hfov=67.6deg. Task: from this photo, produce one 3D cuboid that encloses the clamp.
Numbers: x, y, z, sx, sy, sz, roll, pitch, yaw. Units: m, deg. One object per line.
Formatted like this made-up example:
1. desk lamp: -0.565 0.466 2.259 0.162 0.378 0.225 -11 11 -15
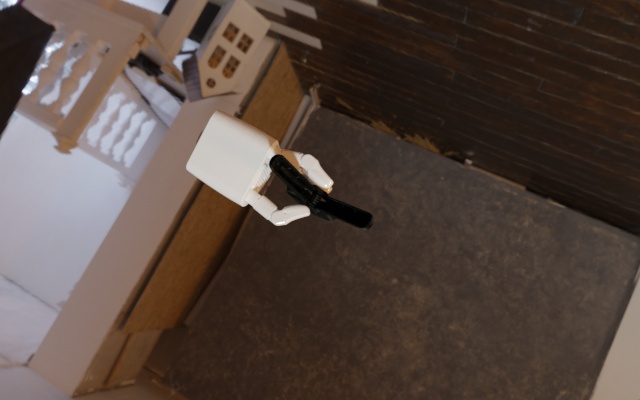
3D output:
1. clamp: -0.001 0.003 0.732 0.164 0.036 0.210 33 -8 4
